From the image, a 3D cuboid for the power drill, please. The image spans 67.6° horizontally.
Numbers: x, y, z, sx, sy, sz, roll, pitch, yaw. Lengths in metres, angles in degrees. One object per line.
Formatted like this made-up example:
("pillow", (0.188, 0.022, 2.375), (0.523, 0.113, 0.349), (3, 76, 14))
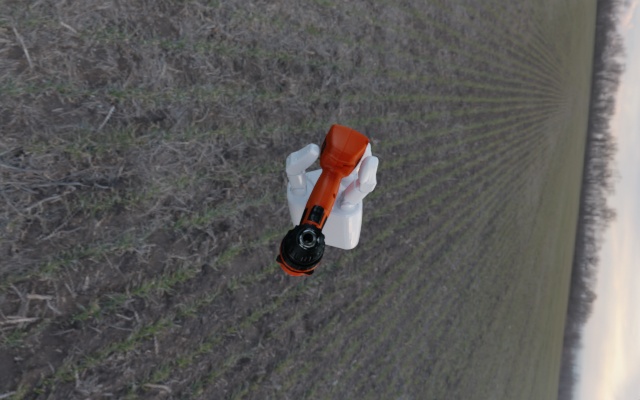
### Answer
("power drill", (0.000, 0.002, 0.600), (0.057, 0.187, 0.184), (25, -16, -2))
